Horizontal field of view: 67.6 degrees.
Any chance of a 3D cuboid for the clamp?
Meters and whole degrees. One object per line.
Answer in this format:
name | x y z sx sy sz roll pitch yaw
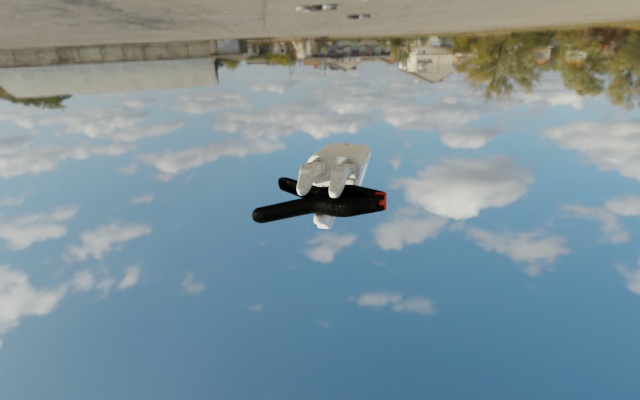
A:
clamp | 0.001 0.003 0.781 0.210 0.036 0.164 4 24 17
